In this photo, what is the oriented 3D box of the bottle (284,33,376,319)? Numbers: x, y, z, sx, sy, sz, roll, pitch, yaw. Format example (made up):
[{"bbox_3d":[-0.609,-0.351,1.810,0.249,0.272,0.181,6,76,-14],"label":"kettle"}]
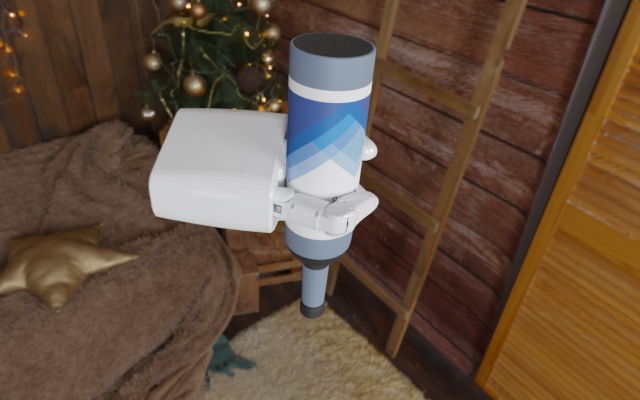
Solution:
[{"bbox_3d":[0.000,0.001,0.449,0.069,0.296,0.069,3,35,-2],"label":"bottle"}]
